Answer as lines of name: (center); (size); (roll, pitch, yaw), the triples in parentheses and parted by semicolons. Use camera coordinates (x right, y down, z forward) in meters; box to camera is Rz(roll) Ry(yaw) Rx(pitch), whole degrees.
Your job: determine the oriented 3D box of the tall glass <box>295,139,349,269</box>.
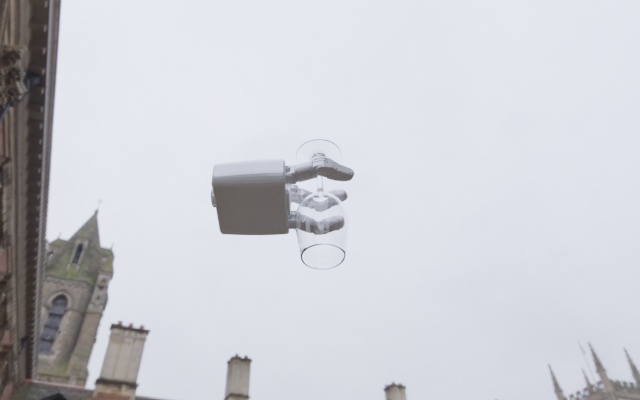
tall glass: (0.000, 0.002, 0.714); (0.079, 0.200, 0.079); (-2, -41, -1)
